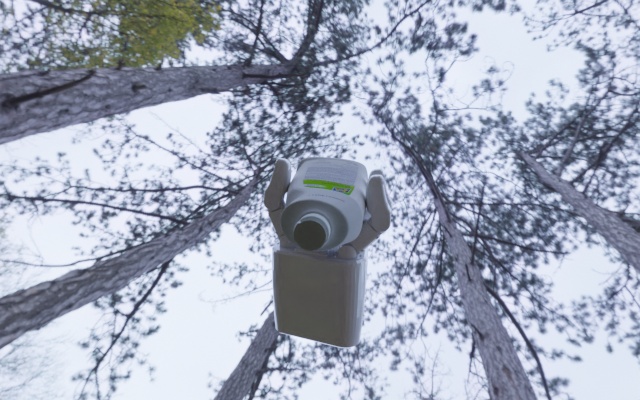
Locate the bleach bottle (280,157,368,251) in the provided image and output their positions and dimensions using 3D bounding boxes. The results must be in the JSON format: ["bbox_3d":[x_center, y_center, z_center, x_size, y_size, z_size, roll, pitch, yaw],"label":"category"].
[{"bbox_3d":[0.000,0.002,0.530,0.102,0.068,0.250,4,13,7],"label":"bleach bottle"}]
